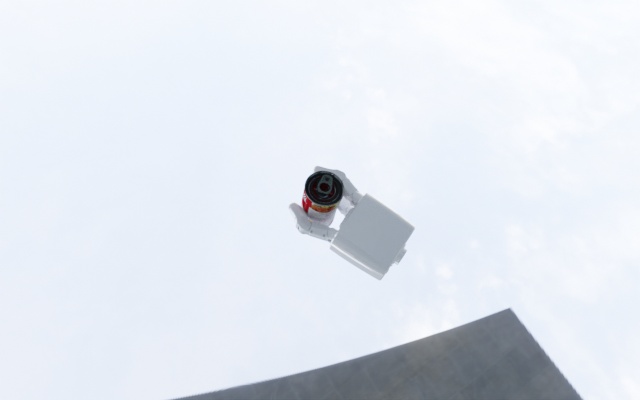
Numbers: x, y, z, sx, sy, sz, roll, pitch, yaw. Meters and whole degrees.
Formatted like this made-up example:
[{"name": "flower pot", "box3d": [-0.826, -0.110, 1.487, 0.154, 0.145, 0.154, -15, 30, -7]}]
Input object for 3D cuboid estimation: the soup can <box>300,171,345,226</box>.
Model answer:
[{"name": "soup can", "box3d": [0.000, 0.003, 0.838, 0.068, 0.068, 0.102, 0, -28, -9]}]
